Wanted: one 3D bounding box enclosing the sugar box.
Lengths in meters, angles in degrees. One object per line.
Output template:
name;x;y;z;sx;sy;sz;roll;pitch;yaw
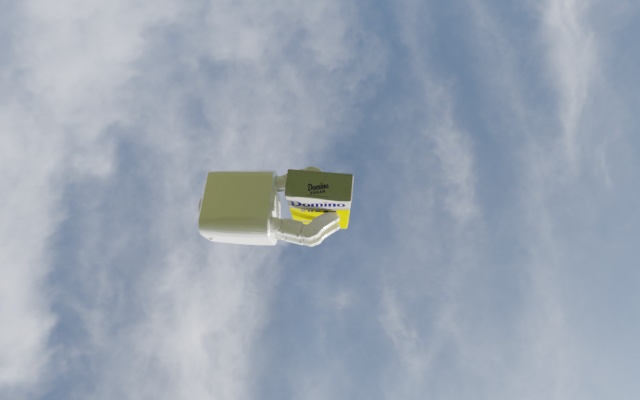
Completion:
sugar box;0.000;0.003;0.726;0.093;0.048;0.176;5;-13;3
